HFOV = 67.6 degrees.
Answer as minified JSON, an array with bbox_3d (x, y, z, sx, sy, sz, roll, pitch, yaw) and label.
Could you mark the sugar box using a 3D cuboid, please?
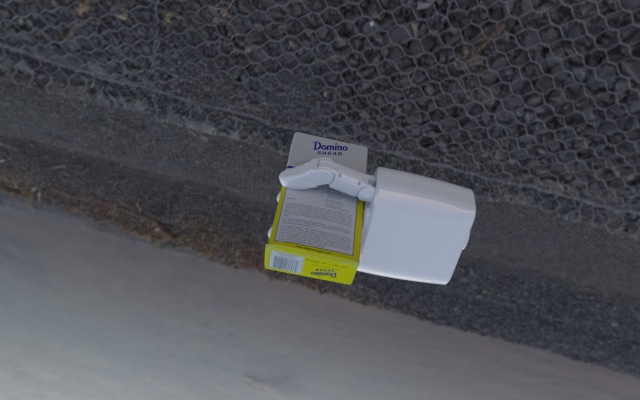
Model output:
[{"bbox_3d":[0.000,0.002,0.529,0.093,0.048,0.176,12,44,-2],"label":"sugar box"}]
